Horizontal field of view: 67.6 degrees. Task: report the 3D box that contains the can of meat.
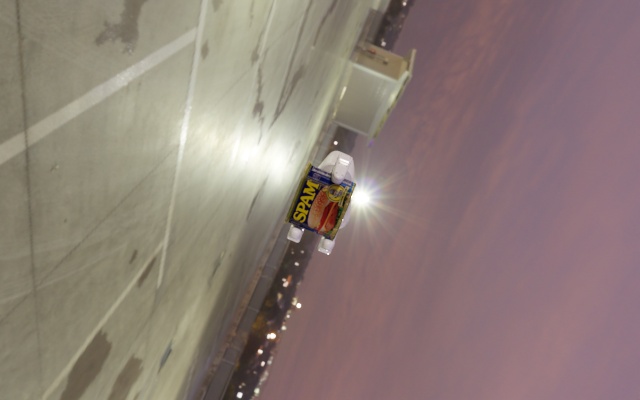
[{"bbox_3d":[0.000,0.003,0.757,0.084,0.102,0.057,22,17,-1],"label":"can of meat"}]
